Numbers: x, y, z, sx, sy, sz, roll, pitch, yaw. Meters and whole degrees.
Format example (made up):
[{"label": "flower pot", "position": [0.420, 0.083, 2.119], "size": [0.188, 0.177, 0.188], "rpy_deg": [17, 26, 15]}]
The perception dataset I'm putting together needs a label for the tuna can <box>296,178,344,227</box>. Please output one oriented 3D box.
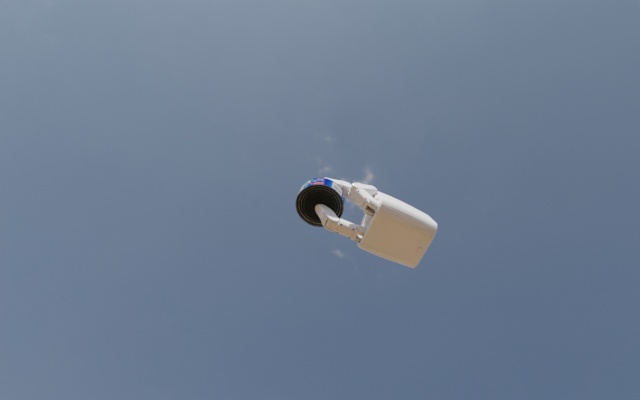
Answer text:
[{"label": "tuna can", "position": [0.000, 0.002, 0.856], "size": [0.086, 0.086, 0.033], "rpy_deg": [0, 28, 8]}]
